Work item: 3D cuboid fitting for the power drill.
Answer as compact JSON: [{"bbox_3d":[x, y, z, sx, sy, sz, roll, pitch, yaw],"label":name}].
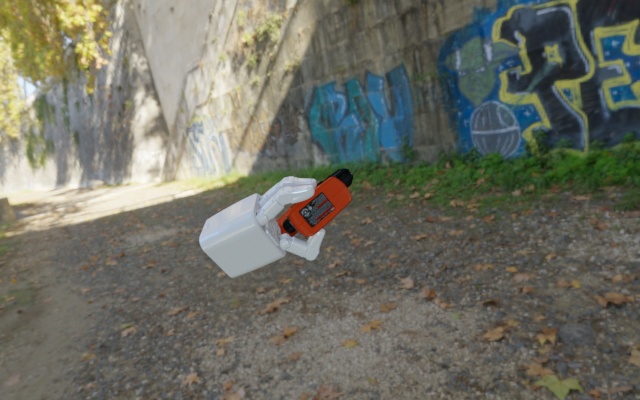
[{"bbox_3d":[0.000,0.003,0.851,0.184,0.057,0.187,-43,3,-7],"label":"power drill"}]
